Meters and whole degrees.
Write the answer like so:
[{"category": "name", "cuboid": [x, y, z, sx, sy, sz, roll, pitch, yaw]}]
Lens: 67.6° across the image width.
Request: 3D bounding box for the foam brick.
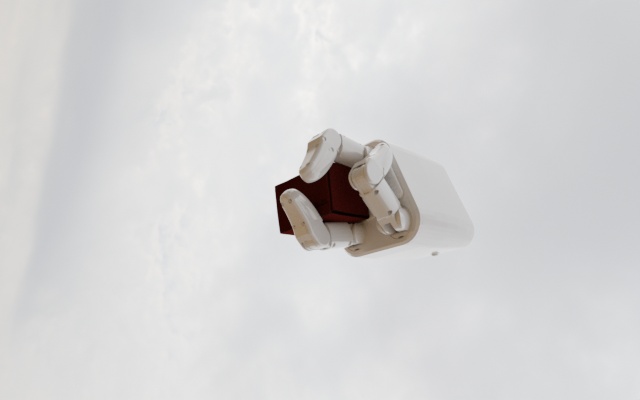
[{"category": "foam brick", "cuboid": [0.000, 0.002, 0.469, 0.051, 0.053, 0.078, 9, -23, -42]}]
